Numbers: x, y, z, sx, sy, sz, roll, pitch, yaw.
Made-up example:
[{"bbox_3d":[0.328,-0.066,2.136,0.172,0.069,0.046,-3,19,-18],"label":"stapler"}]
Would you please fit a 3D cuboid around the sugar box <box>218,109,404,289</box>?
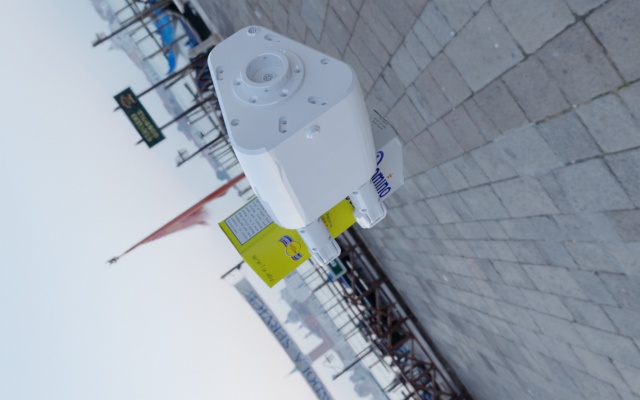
[{"bbox_3d":[0.000,0.002,0.452,0.176,0.048,0.093,-36,-30,-7],"label":"sugar box"}]
